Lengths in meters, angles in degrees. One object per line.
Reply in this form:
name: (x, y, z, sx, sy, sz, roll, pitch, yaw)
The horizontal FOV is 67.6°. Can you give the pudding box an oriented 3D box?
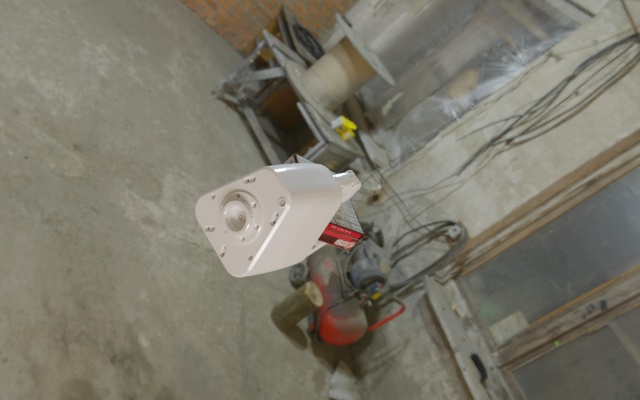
pudding box: (0.000, 0.002, 0.607, 0.090, 0.113, 0.039, 23, -53, -40)
